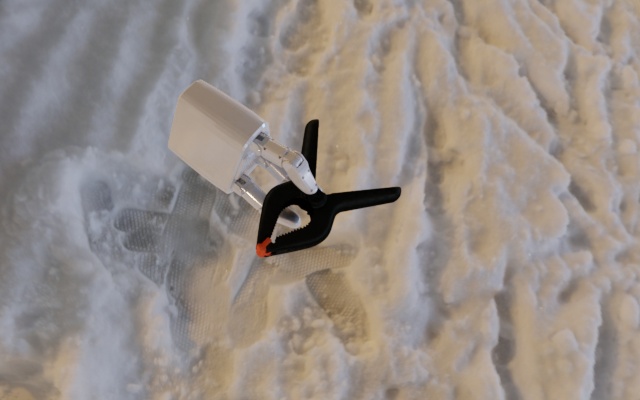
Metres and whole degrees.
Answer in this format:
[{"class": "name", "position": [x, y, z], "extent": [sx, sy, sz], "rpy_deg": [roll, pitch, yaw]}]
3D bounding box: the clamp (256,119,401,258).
[{"class": "clamp", "position": [0.000, 0.002, 0.622], "extent": [0.164, 0.210, 0.036], "rpy_deg": [34, -29, 6]}]
